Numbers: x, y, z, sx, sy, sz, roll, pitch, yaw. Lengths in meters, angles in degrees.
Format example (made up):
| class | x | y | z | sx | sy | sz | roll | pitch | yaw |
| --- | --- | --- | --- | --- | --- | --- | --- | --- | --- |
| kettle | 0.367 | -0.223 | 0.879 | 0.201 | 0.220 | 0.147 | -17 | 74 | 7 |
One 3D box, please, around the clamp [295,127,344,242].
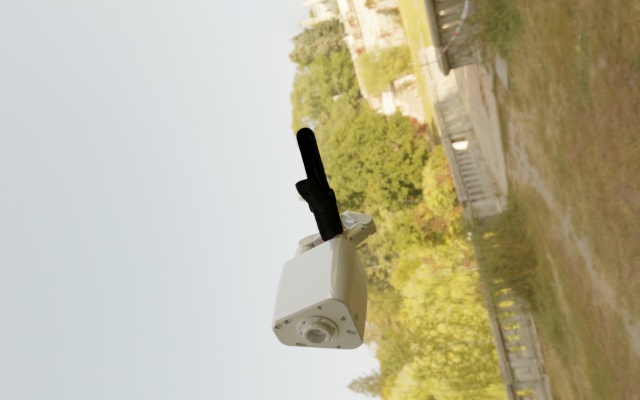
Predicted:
| class | x | y | z | sx | sy | sz | roll | pitch | yaw |
| --- | --- | --- | --- | --- | --- | --- | --- | --- | --- |
| clamp | 0.000 | 0.002 | 0.625 | 0.039 | 0.172 | 0.120 | -12 | 33 | 16 |
